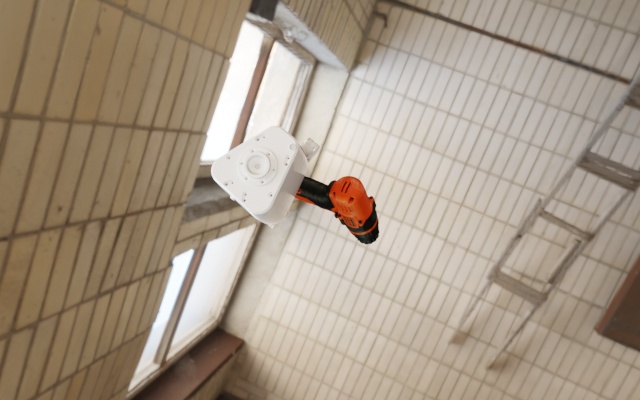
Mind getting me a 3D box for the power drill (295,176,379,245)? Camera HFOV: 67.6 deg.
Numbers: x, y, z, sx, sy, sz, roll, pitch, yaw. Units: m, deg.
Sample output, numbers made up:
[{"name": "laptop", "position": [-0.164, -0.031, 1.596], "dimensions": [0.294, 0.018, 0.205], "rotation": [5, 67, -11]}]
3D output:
[{"name": "power drill", "position": [0.000, 0.002, 0.754], "dimensions": [0.187, 0.057, 0.184], "rotation": [16, -22, 23]}]
